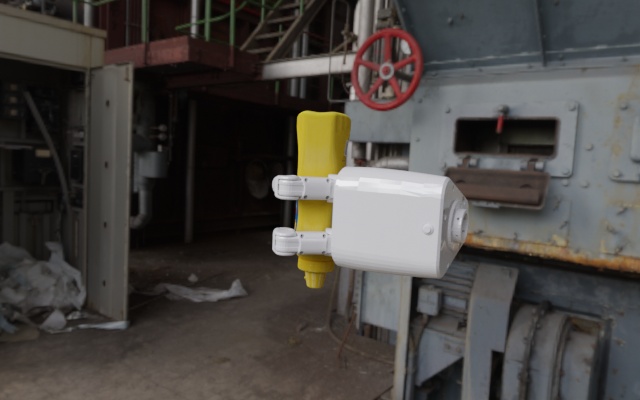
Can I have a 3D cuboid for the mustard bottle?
[{"bbox_3d":[0.000,0.001,0.528,0.058,0.191,0.096,3,5,5],"label":"mustard bottle"}]
